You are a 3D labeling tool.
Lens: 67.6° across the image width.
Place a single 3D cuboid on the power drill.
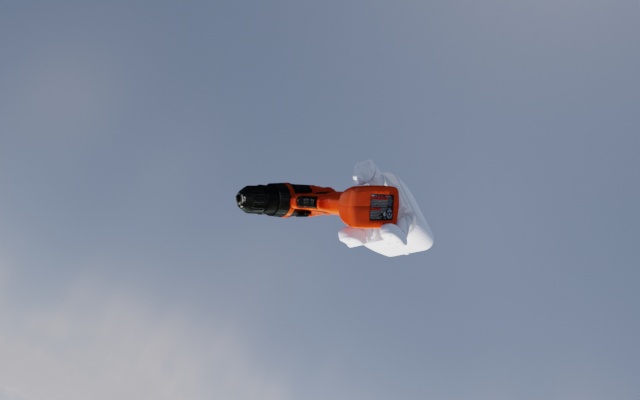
[{"bbox_3d":[0.001,0.002,0.672,0.184,0.057,0.187,-1,6,-44],"label":"power drill"}]
